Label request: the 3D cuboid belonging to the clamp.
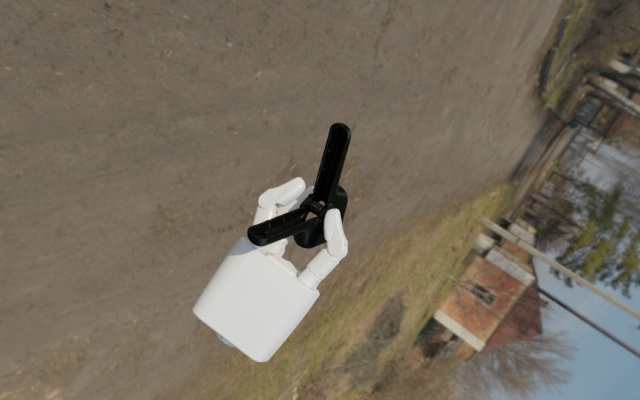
[{"bbox_3d":[0.001,0.003,0.596,0.036,0.164,0.210,36,-3,21],"label":"clamp"}]
